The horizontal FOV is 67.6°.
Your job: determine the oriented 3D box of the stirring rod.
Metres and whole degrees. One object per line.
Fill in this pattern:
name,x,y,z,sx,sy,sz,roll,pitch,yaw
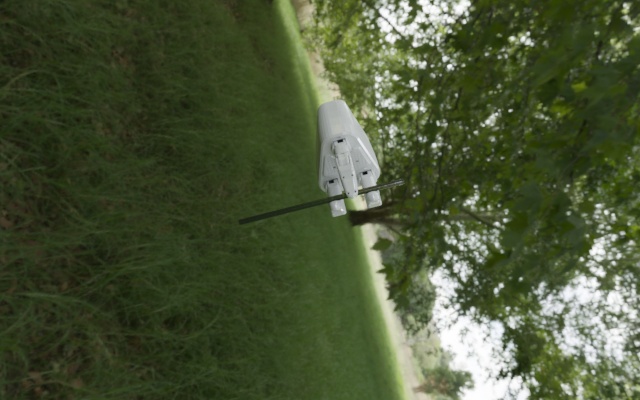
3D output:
stirring rod,0.000,0.002,0.674,0.239,0.011,0.011,-14,-1,5
